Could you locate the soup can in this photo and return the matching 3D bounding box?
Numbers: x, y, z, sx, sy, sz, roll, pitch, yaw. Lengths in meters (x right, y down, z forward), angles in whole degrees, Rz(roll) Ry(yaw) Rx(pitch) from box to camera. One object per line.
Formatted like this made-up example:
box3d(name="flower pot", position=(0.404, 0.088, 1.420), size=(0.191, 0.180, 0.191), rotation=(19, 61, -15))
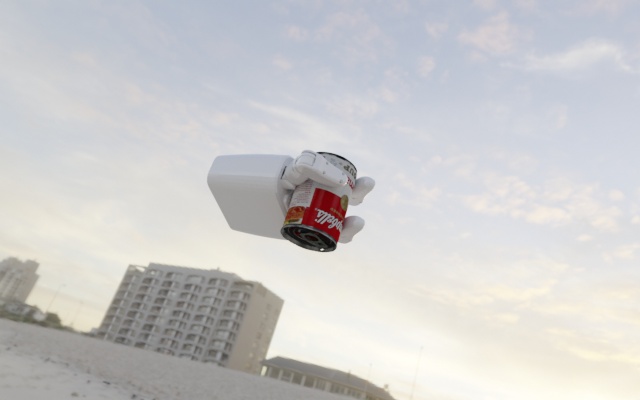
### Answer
box3d(name="soup can", position=(0.001, 0.002, 0.569), size=(0.068, 0.102, 0.068), rotation=(15, -25, 7))
